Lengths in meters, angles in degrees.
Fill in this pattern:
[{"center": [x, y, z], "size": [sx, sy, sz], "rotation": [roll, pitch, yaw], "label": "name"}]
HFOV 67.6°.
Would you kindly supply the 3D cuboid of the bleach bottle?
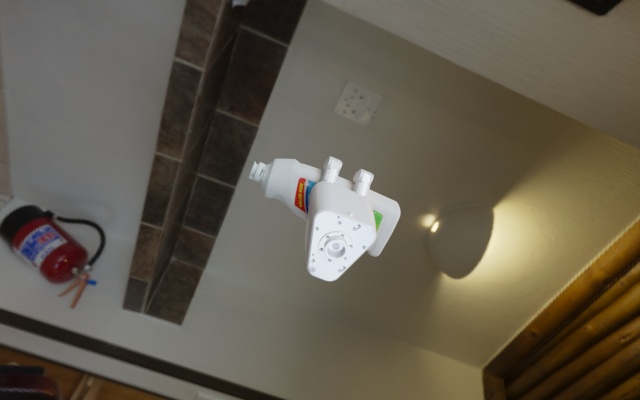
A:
[{"center": [0.000, 0.003, 0.796], "size": [0.251, 0.103, 0.068], "rotation": [22, 22, -9], "label": "bleach bottle"}]
